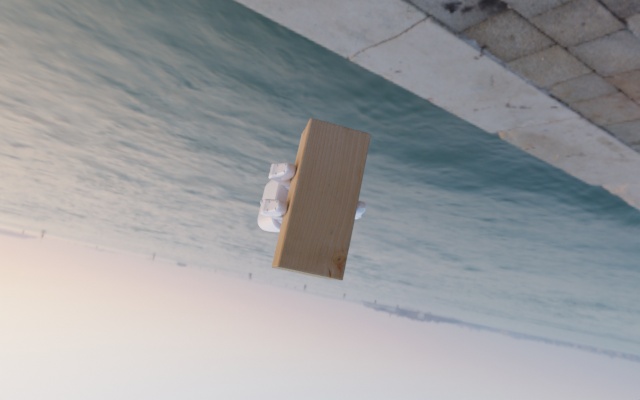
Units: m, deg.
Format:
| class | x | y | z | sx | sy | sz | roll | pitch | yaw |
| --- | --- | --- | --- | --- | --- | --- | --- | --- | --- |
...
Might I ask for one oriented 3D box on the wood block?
| class | x | y | z | sx | sy | sz | roll | pitch | yaw |
| --- | --- | --- | --- | --- | --- | --- | --- | --- | --- |
| wood block | 0.000 | 0.002 | 0.678 | 0.091 | 0.206 | 0.090 | 13 | -11 | -9 |
